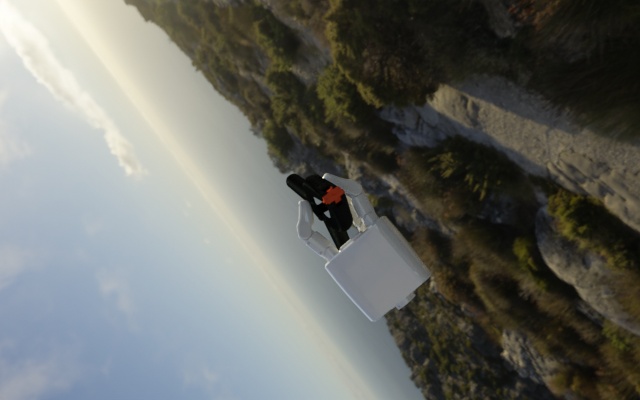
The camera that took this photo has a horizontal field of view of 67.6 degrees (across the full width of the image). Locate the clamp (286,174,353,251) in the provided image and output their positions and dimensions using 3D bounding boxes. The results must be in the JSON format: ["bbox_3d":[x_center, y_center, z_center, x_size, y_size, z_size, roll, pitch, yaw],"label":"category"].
[{"bbox_3d":[0.000,0.003,0.717,0.036,0.164,0.210,-38,-10,-10],"label":"clamp"}]
